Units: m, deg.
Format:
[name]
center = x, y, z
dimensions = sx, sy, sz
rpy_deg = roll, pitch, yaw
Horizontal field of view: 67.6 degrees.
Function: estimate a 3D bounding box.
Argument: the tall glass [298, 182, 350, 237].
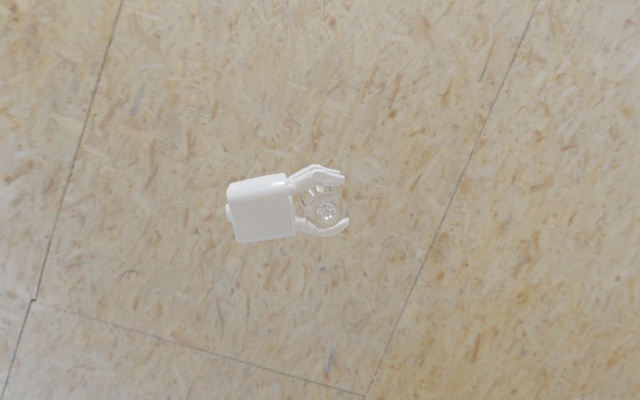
[tall glass]
center = 0.000, 0.003, 0.873
dimensions = 0.079, 0.079, 0.201
rpy_deg = 0, 12, -6
